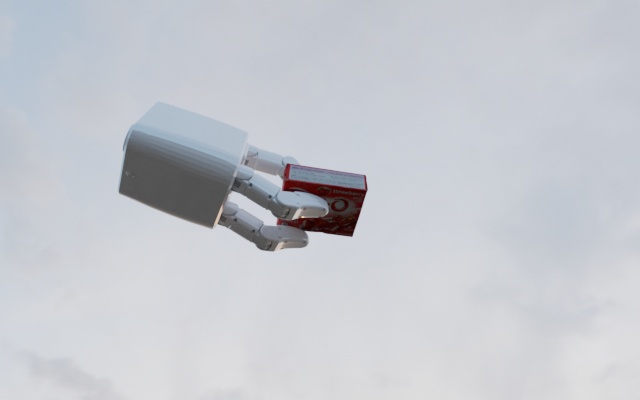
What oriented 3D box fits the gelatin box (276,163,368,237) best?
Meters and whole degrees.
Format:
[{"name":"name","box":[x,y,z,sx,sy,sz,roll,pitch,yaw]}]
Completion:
[{"name":"gelatin box","box":[0.000,0.001,0.521,0.089,0.073,0.030,8,42,-6]}]
